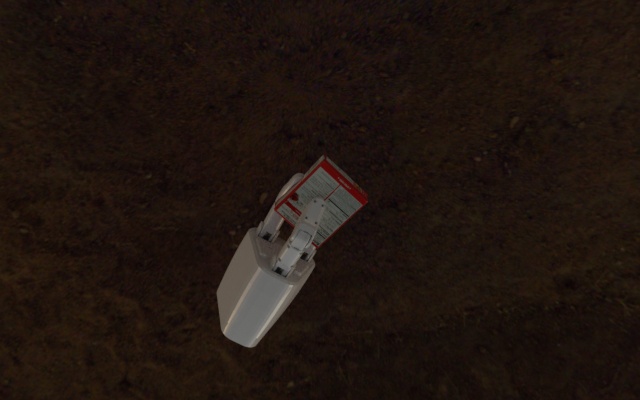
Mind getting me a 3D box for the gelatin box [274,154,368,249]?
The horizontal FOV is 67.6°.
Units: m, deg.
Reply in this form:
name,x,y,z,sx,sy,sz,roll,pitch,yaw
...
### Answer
name,x,y,z,sx,sy,sz,roll,pitch,yaw
gelatin box,0.000,0.002,0.568,0.073,0.089,0.030,42,18,-13
